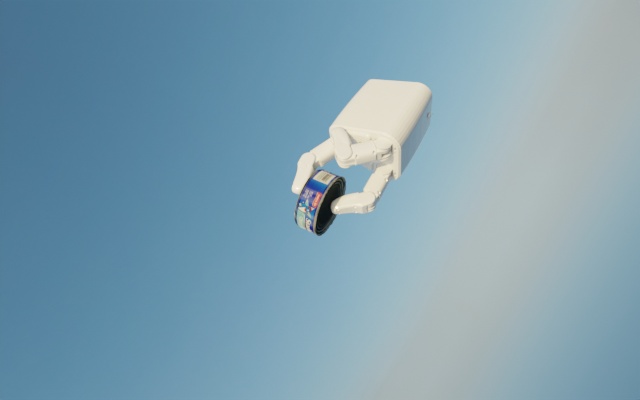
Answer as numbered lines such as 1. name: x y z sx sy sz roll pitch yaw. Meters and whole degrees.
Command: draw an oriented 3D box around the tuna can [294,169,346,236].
1. tuna can: 0.000 0.002 0.643 0.033 0.086 0.086 23 8 19
